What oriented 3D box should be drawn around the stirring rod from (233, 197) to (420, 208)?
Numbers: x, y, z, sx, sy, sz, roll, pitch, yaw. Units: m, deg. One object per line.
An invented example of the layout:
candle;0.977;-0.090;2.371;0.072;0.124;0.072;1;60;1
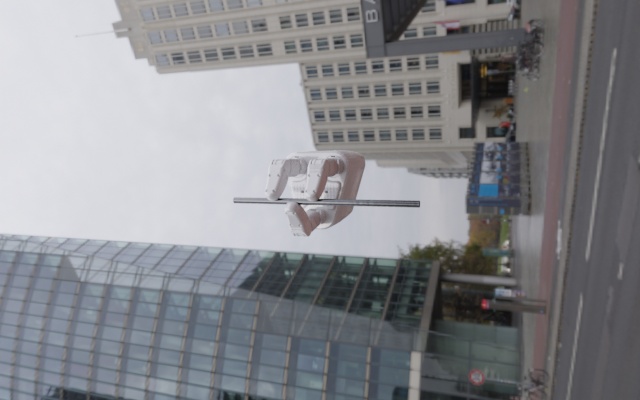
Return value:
stirring rod;0.000;0.002;0.585;0.239;0.011;0.011;1;0;20
